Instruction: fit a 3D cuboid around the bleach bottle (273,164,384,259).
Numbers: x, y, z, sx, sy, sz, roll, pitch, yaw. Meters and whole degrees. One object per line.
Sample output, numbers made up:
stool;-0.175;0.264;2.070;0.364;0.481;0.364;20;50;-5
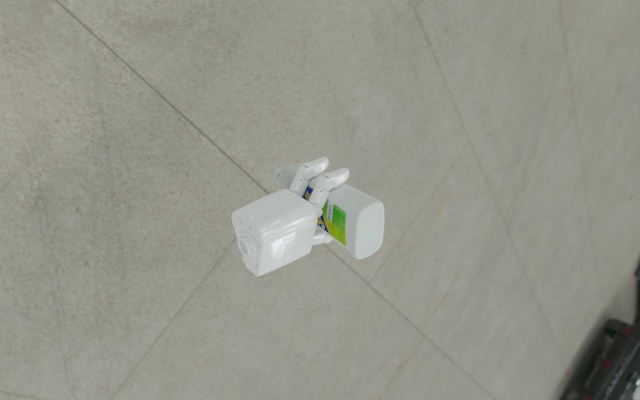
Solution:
bleach bottle;0.000;0.003;0.843;0.068;0.103;0.250;-22;35;-34
